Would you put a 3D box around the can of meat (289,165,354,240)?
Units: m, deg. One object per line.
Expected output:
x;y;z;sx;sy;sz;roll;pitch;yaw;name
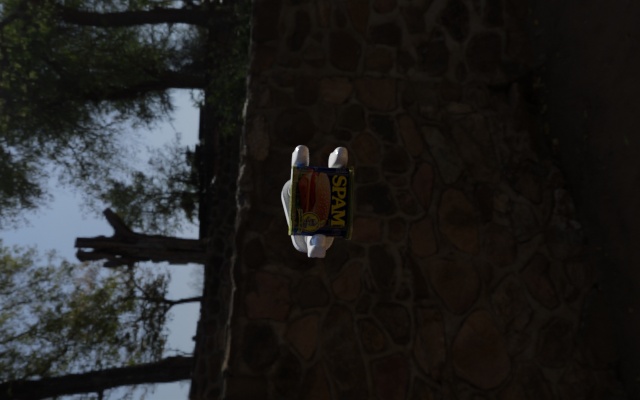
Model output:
0.000;0.002;0.660;0.084;0.102;0.057;3;-5;-5;can of meat
